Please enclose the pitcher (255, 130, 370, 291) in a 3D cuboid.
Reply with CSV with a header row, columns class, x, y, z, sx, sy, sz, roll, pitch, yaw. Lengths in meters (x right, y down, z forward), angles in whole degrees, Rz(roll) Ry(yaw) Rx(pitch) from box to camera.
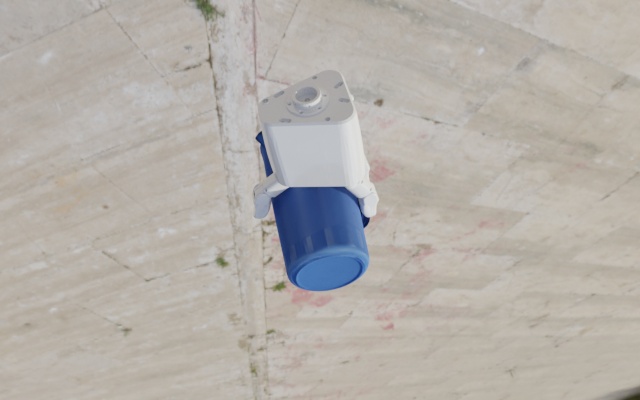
class,x,y,z,sx,sy,sz,roll,pitch,yaw
pitcher,0.000,0.002,0.682,0.149,0.242,0.145,-12,-37,0
